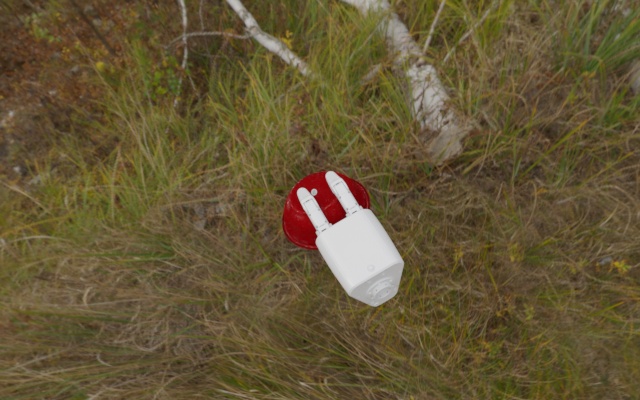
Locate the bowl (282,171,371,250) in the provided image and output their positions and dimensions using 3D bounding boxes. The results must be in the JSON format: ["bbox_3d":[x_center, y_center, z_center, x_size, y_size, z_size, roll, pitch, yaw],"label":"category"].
[{"bbox_3d":[-0.001,0.002,0.812,0.162,0.162,0.055,0,-39,25],"label":"bowl"}]
